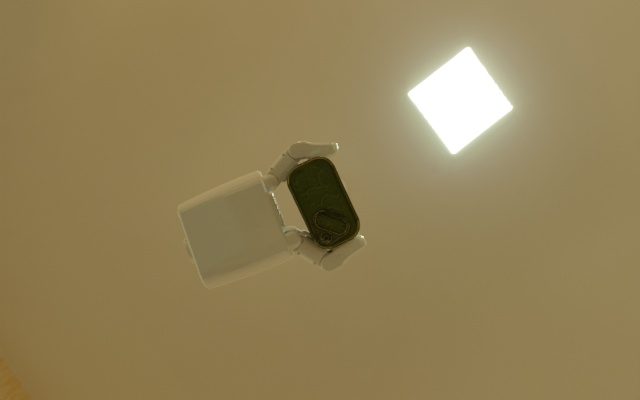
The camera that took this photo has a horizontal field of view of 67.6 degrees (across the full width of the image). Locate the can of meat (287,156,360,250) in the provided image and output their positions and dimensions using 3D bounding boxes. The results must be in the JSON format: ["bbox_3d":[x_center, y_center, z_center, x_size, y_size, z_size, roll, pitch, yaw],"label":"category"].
[{"bbox_3d":[0.000,0.002,0.571,0.057,0.102,0.084,-26,4,-4],"label":"can of meat"}]
